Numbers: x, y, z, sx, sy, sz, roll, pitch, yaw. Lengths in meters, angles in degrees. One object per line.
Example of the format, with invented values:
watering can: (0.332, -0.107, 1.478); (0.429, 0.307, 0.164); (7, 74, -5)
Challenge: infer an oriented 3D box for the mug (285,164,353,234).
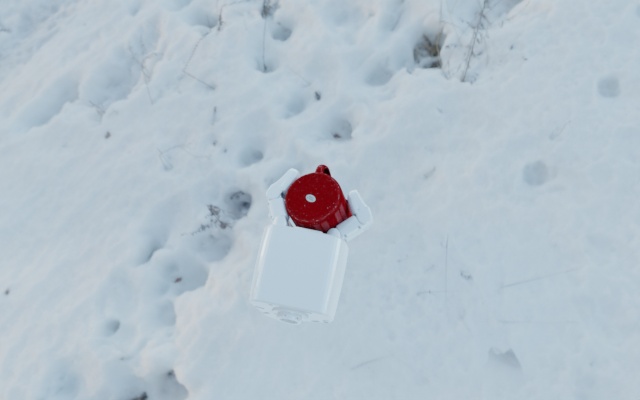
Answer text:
mug: (0.000, 0.001, 0.688); (0.093, 0.117, 0.081); (3, -27, 16)
